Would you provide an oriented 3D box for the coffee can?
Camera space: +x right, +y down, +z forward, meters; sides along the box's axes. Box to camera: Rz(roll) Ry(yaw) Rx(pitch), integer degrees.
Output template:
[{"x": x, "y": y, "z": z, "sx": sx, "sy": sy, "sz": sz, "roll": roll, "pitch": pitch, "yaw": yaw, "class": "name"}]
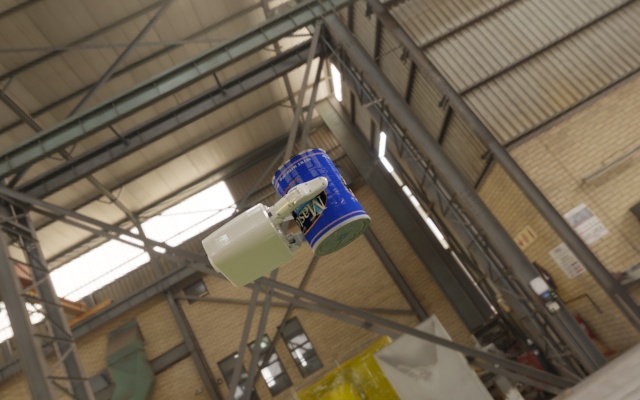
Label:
[{"x": 0.000, "y": 0.002, "z": 0.760, "sx": 0.103, "sy": 0.140, "sz": 0.103, "roll": -28, "pitch": -21, "yaw": -12, "class": "coffee can"}]
